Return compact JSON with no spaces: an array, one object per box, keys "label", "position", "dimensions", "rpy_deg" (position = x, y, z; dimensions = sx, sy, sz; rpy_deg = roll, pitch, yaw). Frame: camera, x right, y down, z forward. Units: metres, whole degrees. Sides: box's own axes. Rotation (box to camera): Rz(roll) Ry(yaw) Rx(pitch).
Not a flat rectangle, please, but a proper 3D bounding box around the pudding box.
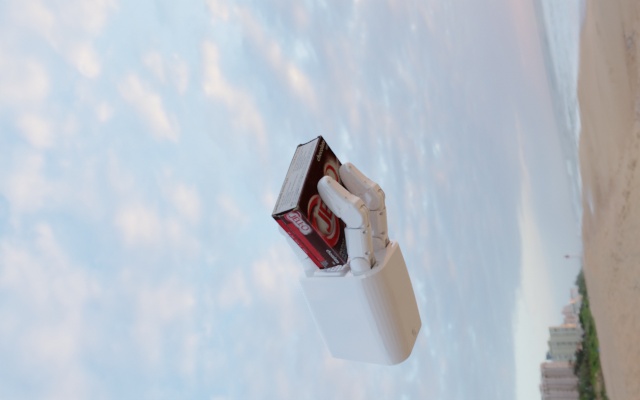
[{"label":"pudding box","position":[0.000,0.002,0.503],"dimensions":[0.039,0.113,0.090],"rpy_deg":[-18,-52,28]}]
